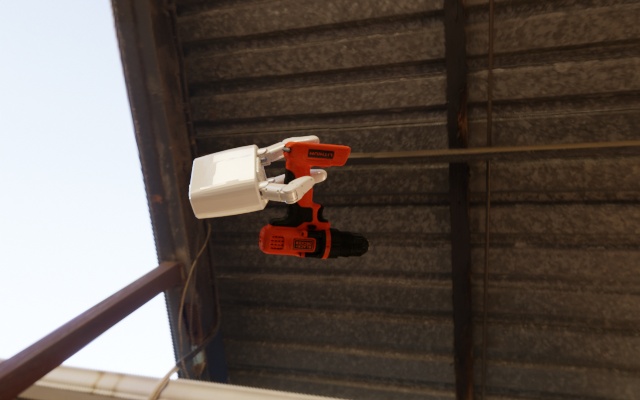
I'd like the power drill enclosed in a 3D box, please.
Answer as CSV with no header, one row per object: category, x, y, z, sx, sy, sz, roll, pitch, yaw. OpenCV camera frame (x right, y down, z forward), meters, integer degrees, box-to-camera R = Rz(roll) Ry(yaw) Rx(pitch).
power drill,0.000,0.002,0.771,0.184,0.187,0.057,4,6,-17
